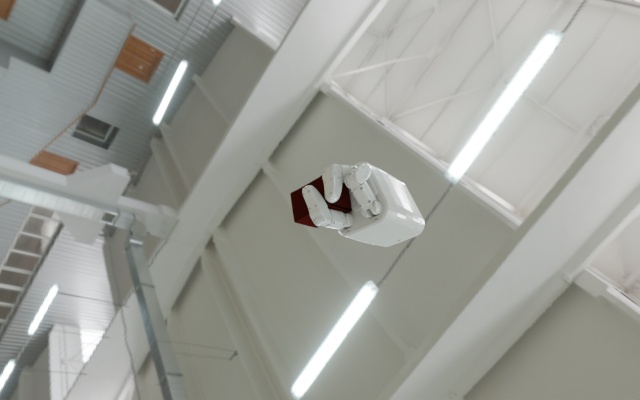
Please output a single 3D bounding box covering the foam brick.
[{"bbox_3d":[0.000,0.002,0.734,0.078,0.053,0.051,-27,-30,37],"label":"foam brick"}]
